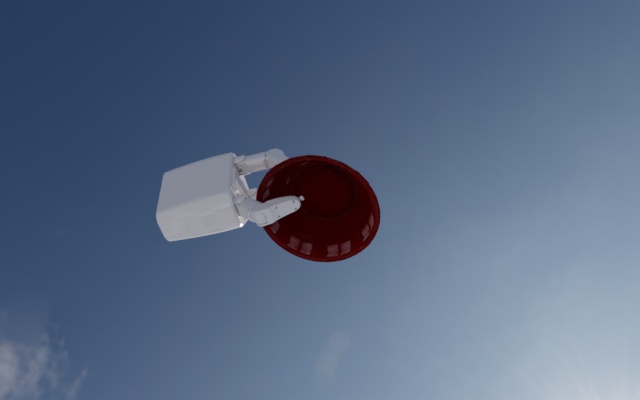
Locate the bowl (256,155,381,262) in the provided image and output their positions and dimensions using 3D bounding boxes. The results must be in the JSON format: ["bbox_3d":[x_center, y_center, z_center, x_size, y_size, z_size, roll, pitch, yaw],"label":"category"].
[{"bbox_3d":[0.001,0.002,0.629,0.162,0.162,0.055,0,32,13],"label":"bowl"}]
